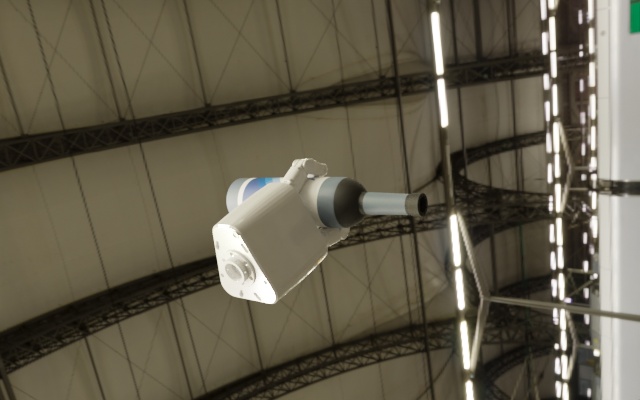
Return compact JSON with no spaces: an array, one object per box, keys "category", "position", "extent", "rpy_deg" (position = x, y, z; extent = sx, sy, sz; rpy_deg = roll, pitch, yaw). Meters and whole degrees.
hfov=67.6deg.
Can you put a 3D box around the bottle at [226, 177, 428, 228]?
[{"category":"bottle","position":[0.000,0.002,0.637],"extent":[0.295,0.069,0.069],"rpy_deg":[1,1,36]}]
